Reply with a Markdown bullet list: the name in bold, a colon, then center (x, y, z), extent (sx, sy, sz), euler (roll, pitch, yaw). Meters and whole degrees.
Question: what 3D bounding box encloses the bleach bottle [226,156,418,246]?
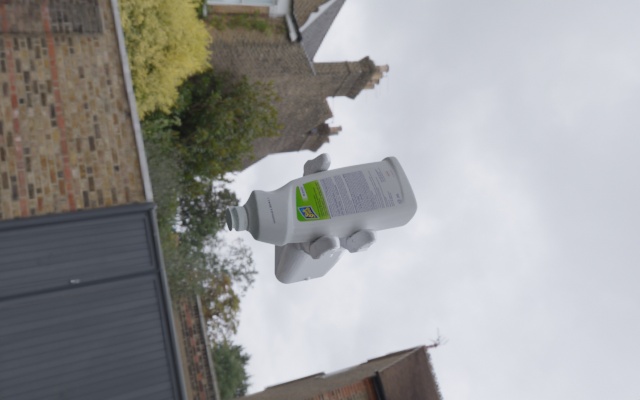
- **bleach bottle**: center (0.000, 0.002, 0.630), extent (0.251, 0.102, 0.068), euler (-7, -30, -24)
